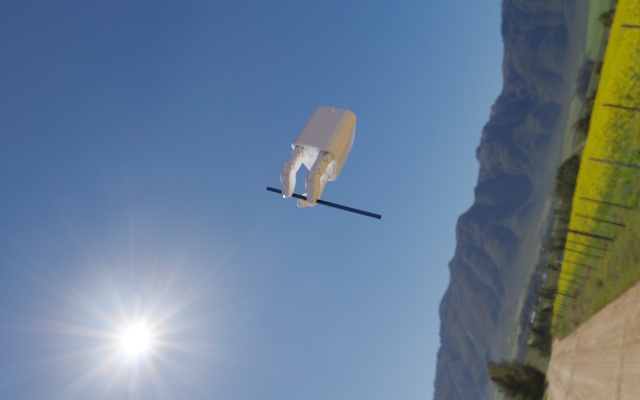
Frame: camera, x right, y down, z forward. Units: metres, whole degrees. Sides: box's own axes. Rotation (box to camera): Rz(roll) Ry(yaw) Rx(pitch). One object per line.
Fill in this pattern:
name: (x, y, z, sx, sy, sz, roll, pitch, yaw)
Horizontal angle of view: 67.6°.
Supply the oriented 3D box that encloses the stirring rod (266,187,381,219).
stirring rod: (0.000, 0.003, 0.888, 0.239, 0.011, 0.011, 14, 6, 26)
